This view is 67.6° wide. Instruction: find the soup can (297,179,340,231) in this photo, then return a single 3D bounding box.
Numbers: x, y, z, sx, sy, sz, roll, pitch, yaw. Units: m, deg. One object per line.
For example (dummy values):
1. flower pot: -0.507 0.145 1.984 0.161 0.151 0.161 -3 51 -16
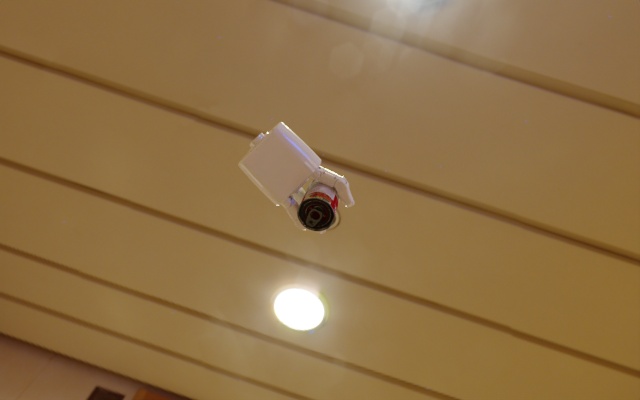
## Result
1. soup can: 0.001 0.003 0.889 0.068 0.068 0.102 0 27 11
